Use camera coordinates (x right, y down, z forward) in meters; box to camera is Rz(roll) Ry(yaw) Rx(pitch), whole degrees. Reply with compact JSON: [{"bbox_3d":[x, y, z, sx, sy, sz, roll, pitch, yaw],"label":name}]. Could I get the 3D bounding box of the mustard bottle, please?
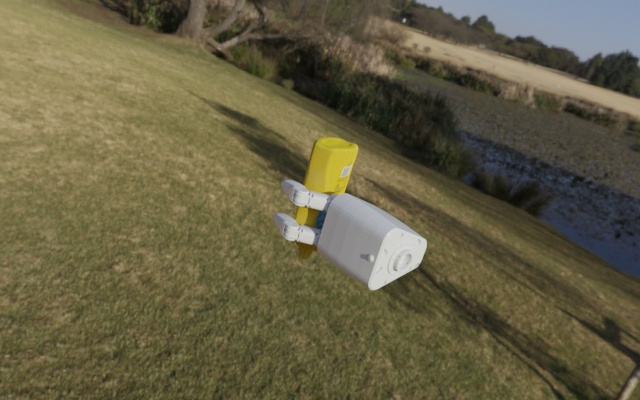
[{"bbox_3d":[0.000,0.002,0.729,0.058,0.192,0.096,23,19,19],"label":"mustard bottle"}]
